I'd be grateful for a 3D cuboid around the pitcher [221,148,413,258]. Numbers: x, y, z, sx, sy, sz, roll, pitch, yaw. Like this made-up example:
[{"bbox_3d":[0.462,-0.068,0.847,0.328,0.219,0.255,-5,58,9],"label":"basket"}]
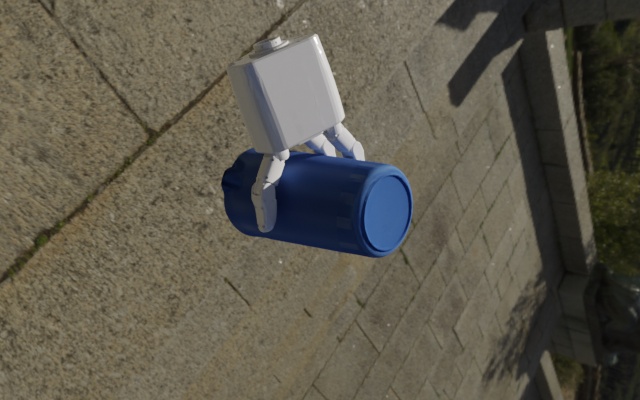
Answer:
[{"bbox_3d":[0.000,0.002,0.627,0.243,0.145,0.149,10,36,45],"label":"pitcher"}]
